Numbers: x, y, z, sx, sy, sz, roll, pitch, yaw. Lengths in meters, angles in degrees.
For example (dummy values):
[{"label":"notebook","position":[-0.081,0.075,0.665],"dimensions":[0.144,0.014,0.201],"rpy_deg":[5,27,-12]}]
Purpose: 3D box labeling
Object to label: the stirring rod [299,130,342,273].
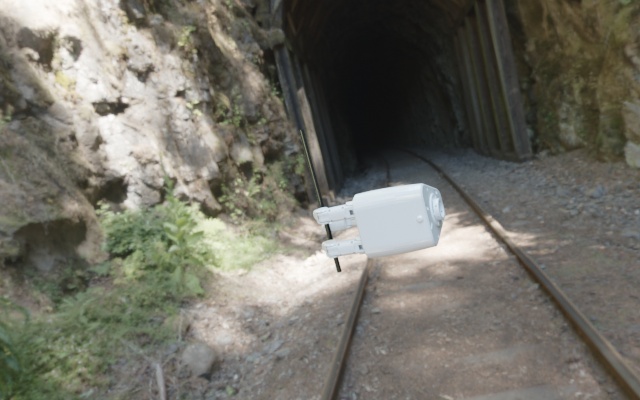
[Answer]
[{"label":"stirring rod","position":[0.000,0.003,0.778],"dimensions":[0.011,0.239,0.011],"rpy_deg":[-15,6,2]}]
